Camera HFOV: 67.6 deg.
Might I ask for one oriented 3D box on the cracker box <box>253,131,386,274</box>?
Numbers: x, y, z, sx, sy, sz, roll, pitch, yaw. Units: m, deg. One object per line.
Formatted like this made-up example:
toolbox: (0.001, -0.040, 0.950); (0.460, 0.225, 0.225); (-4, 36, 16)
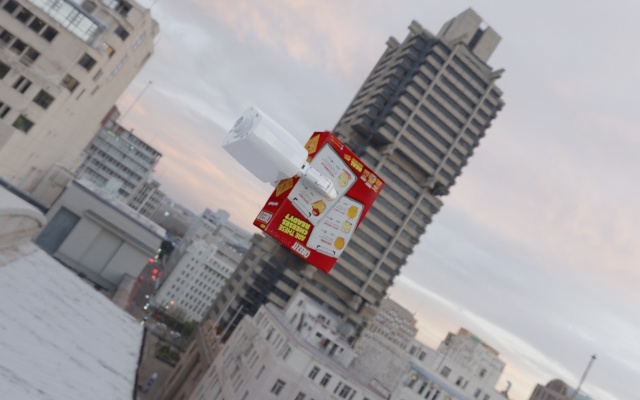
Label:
cracker box: (0.000, 0.003, 0.899); (0.164, 0.213, 0.072); (39, -11, -29)
